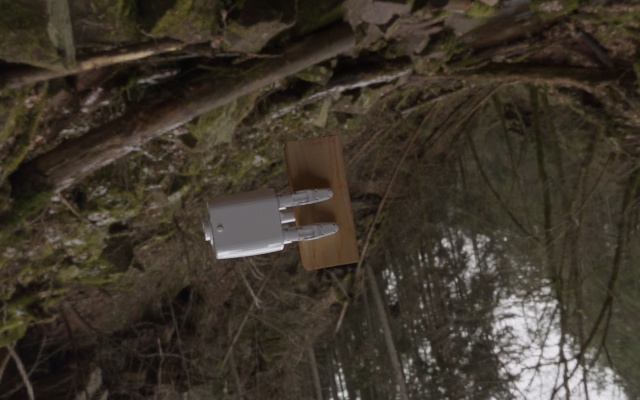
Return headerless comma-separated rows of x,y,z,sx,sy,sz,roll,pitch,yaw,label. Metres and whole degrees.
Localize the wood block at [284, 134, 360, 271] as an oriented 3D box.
0.000,0.003,0.799,0.090,0.206,0.091,-9,0,-7,wood block
